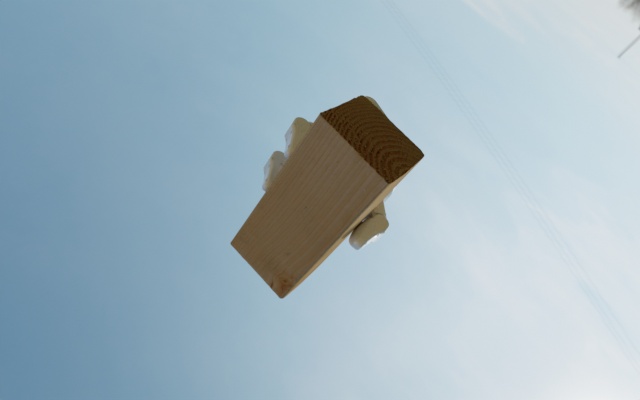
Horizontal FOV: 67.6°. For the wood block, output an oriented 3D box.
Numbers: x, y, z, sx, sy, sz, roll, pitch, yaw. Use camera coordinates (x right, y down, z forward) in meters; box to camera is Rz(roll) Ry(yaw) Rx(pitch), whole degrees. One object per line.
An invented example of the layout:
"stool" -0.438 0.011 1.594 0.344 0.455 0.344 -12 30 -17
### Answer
"wood block" 0.000 0.002 0.507 0.090 0.091 0.206 -35 -12 -50
